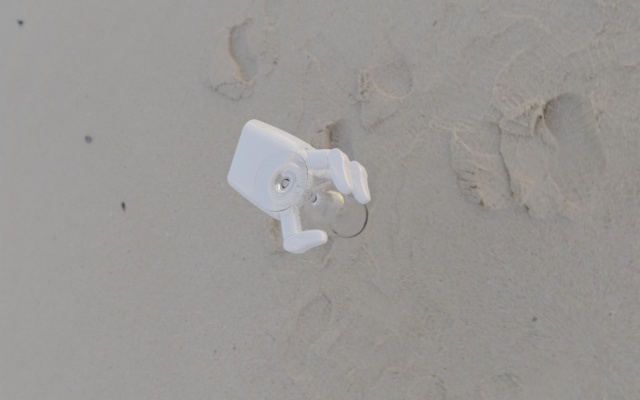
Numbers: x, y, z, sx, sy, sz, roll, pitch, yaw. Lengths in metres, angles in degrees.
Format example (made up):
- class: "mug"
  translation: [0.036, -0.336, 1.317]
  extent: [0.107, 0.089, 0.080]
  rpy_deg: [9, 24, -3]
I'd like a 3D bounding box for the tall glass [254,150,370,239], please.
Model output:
- class: "tall glass"
  translation: [0.000, 0.002, 0.635]
  extent: [0.079, 0.079, 0.201]
  rpy_deg: [0, -15, 30]
